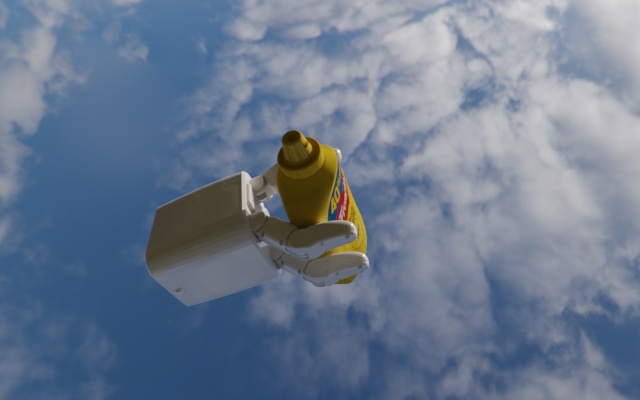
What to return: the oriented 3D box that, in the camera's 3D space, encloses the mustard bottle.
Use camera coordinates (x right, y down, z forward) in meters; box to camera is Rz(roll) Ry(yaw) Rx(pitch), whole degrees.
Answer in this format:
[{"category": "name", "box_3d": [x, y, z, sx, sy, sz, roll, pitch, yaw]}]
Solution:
[{"category": "mustard bottle", "box_3d": [0.000, 0.002, 0.477, 0.058, 0.096, 0.192, -1, -36, 19]}]
